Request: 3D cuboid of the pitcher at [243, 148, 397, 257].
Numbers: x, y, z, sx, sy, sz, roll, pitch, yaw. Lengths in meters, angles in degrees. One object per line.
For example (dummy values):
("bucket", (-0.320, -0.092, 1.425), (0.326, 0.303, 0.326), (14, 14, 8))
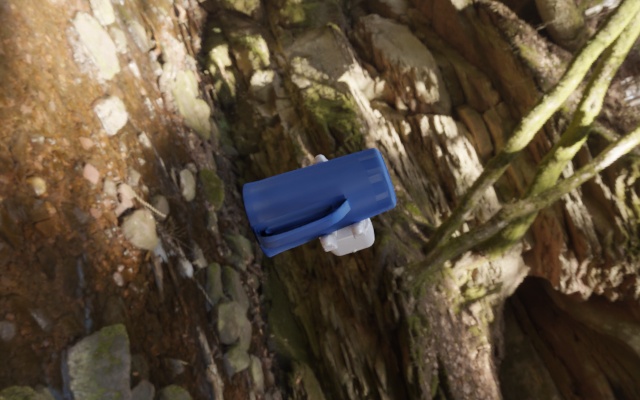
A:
("pitcher", (0.000, 0.003, 0.805), (0.243, 0.149, 0.145), (-19, -24, 6))
